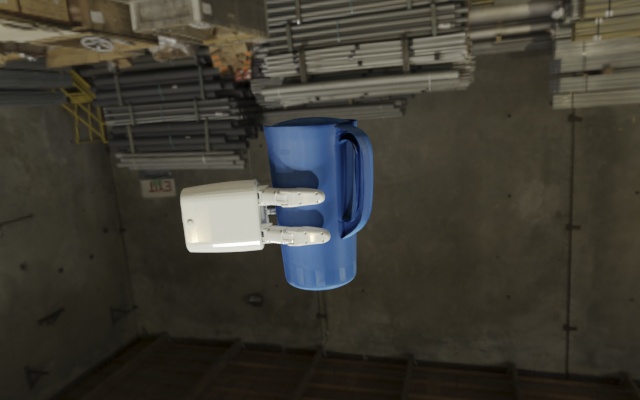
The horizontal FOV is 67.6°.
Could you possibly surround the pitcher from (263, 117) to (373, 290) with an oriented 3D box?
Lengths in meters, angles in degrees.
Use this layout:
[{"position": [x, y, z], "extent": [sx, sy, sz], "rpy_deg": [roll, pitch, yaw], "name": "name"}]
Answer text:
[{"position": [0.000, 0.002, 0.691], "extent": [0.145, 0.243, 0.149], "rpy_deg": [-4, 12, 1], "name": "pitcher"}]
